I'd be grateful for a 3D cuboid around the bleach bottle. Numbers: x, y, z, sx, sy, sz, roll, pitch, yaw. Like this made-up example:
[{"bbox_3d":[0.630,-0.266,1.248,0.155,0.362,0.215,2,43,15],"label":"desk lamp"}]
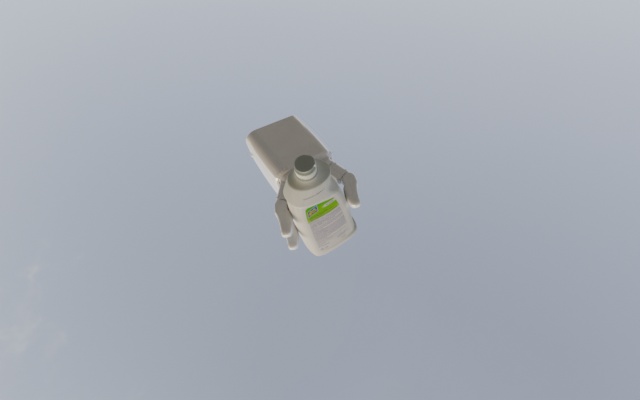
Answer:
[{"bbox_3d":[0.000,0.003,0.756,0.102,0.068,0.251,-34,-26,-10],"label":"bleach bottle"}]
